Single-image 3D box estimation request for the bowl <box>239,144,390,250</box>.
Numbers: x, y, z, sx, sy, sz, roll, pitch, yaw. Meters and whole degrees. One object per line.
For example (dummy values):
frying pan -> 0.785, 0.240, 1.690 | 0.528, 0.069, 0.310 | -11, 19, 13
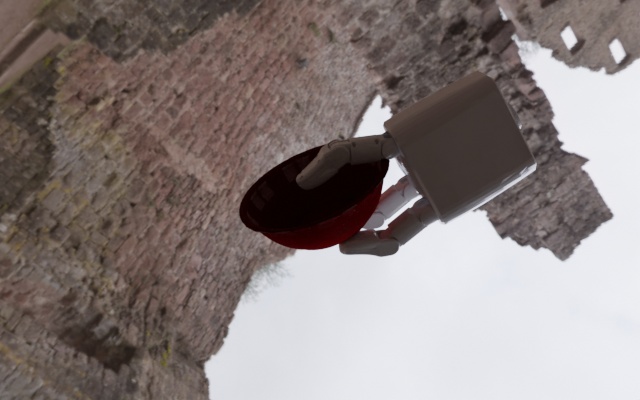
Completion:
bowl -> -0.001, 0.002, 0.495 | 0.162, 0.055, 0.162 | -17, 29, 10
